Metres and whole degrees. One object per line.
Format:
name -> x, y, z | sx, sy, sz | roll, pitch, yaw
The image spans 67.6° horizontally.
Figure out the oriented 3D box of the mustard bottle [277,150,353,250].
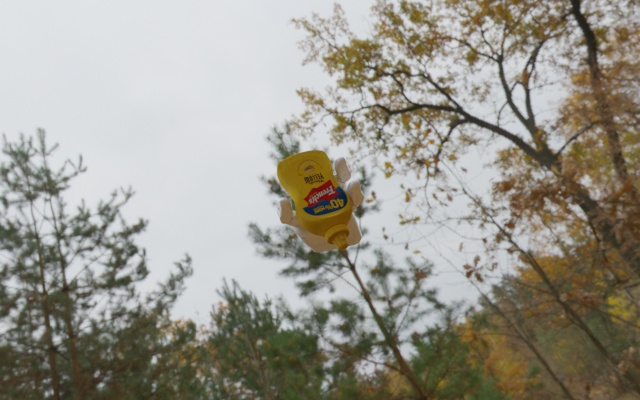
mustard bottle -> 0.000, 0.002, 0.815 | 0.096, 0.191, 0.058 | -16, -32, -18
